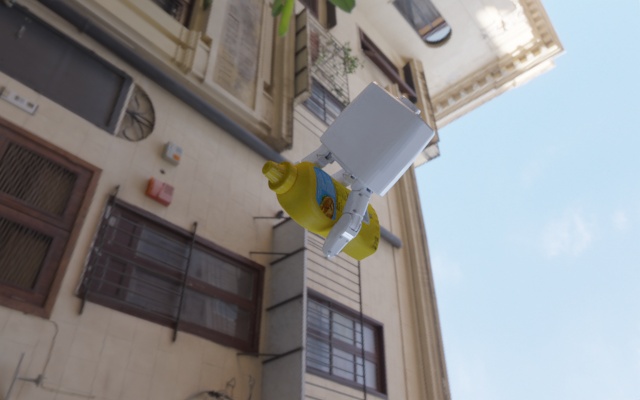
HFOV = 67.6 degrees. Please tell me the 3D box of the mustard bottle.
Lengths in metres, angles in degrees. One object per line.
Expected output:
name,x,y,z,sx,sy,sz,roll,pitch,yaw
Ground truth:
mustard bottle,0.000,0.002,0.626,0.058,0.096,0.192,-31,-46,29
